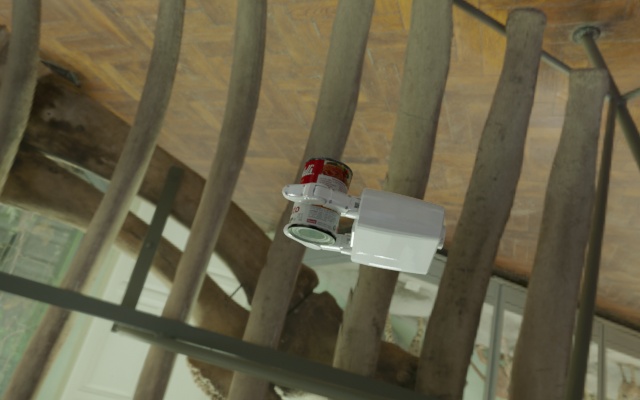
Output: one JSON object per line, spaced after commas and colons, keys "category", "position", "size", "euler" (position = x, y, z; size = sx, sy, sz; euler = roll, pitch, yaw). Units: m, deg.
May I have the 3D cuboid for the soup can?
{"category": "soup can", "position": [0.000, 0.002, 0.643], "size": [0.068, 0.102, 0.068], "euler": [12, -22, 5]}
